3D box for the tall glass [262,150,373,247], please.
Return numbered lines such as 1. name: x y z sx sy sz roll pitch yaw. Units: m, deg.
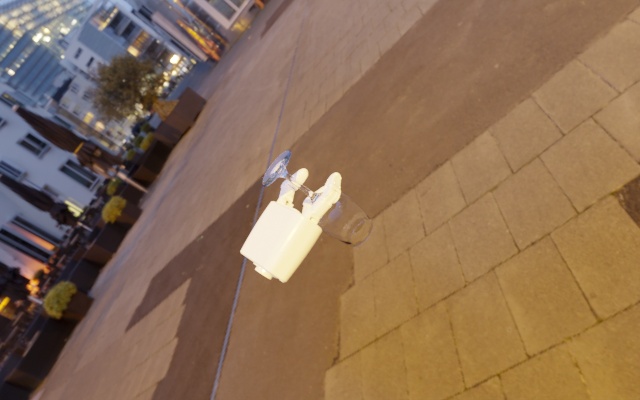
1. tall glass: 0.000 0.002 0.824 0.201 0.079 0.079 37 -16 -22
